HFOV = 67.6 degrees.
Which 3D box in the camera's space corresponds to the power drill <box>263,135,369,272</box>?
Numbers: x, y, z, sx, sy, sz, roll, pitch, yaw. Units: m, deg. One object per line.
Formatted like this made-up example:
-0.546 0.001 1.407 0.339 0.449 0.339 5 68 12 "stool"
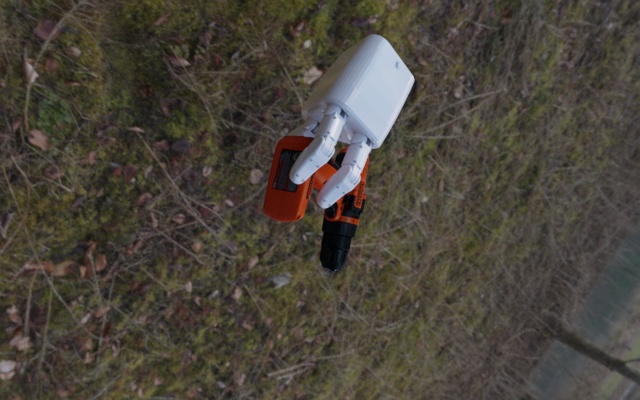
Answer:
0.000 0.002 0.641 0.057 0.184 0.188 8 -5 28 "power drill"
